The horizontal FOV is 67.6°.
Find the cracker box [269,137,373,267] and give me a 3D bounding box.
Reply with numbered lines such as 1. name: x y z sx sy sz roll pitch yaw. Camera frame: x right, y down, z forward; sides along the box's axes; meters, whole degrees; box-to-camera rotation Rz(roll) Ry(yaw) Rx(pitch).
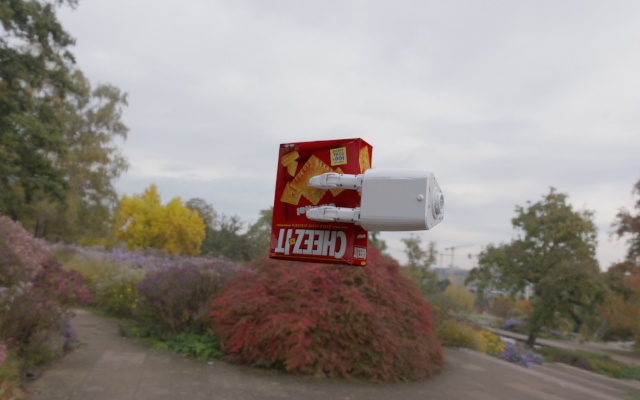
1. cracker box: 0.000 0.003 0.838 0.164 0.213 0.072 1 -9 27
